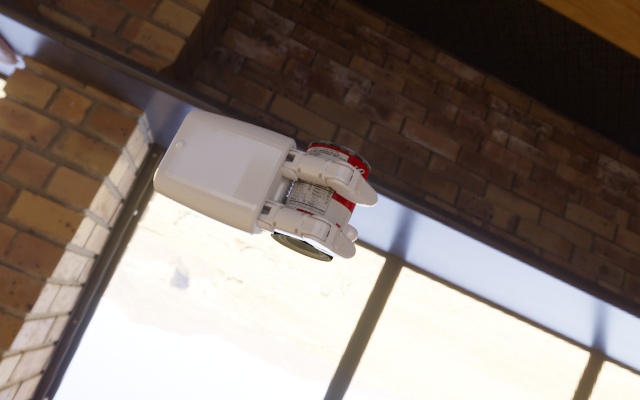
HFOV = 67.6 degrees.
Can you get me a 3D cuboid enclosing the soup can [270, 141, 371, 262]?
[{"bbox_3d":[0.000,0.002,0.473,0.068,0.102,0.068,22,-16,7],"label":"soup can"}]
